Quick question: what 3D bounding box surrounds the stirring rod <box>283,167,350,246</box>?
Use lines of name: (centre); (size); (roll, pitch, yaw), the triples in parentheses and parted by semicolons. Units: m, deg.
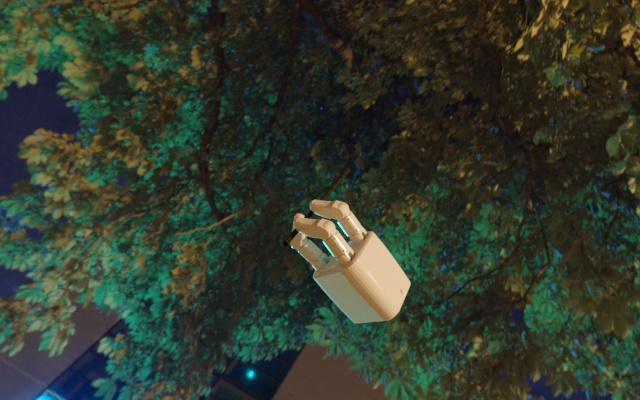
stirring rod: (0.000, 0.003, 0.763); (0.011, 0.011, 0.239); (0, 29, 28)
